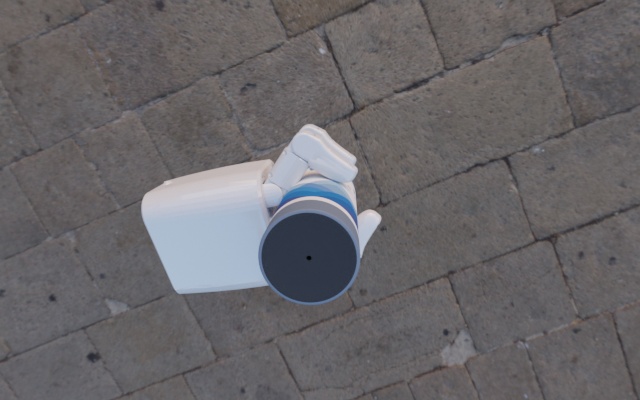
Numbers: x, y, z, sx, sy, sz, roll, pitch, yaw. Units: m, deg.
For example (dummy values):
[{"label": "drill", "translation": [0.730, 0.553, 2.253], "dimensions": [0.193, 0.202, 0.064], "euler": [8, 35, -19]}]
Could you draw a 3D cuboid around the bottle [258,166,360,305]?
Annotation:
[{"label": "bottle", "translation": [0.000, 0.002, 0.449], "dimensions": [0.069, 0.069, 0.295], "euler": [0, 14, 3]}]
